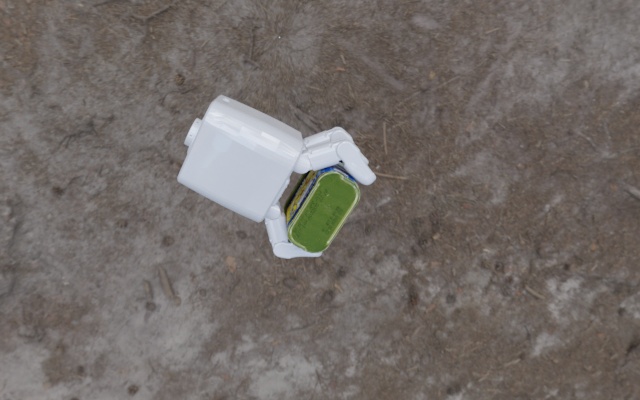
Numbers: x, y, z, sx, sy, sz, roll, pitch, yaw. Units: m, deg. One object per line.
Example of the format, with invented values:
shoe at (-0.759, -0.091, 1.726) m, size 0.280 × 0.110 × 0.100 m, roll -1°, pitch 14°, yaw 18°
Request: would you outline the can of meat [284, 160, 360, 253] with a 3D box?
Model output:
can of meat at (0.000, 0.002, 0.557) m, size 0.057 × 0.102 × 0.084 m, roll 29°, pitch 14°, yaw -13°
